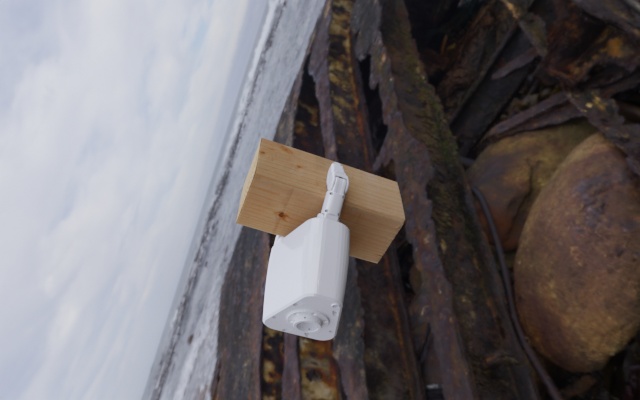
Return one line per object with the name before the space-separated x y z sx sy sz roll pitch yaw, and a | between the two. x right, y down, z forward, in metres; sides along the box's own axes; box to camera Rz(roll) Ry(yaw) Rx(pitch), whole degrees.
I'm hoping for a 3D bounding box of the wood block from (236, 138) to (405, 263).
wood block | 0.000 0.002 0.658 0.206 0.091 0.090 17 36 -13
